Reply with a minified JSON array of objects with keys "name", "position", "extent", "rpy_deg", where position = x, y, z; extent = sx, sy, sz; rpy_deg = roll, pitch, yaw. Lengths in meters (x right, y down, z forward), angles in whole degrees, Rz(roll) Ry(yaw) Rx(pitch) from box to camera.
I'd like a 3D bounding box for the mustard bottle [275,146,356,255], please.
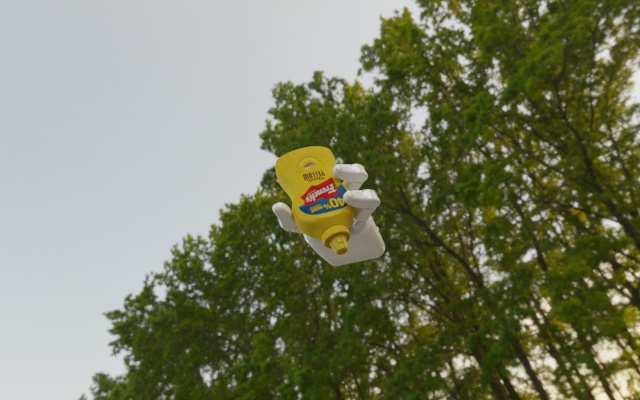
[{"name":"mustard bottle","position":[0.000,0.002,0.731],"extent":[0.096,0.191,0.058],"rpy_deg":[-13,-37,-13]}]
